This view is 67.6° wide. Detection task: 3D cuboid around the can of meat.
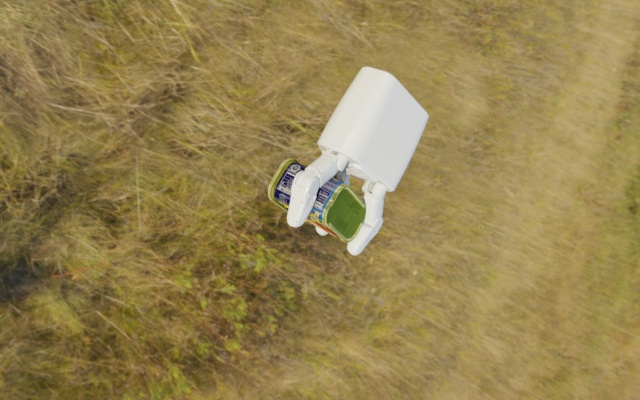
[{"bbox_3d":[0.000,0.002,0.572,0.084,0.057,0.102,25,-9,30],"label":"can of meat"}]
